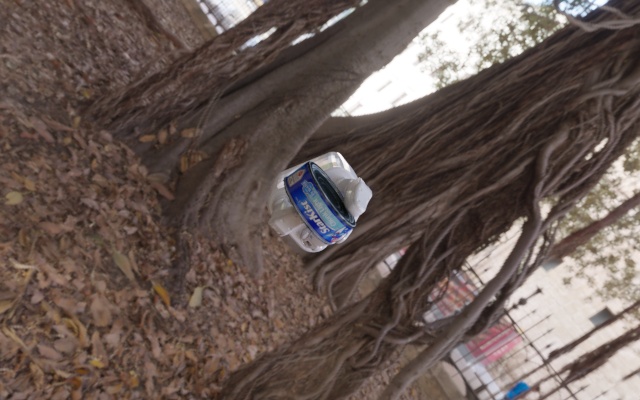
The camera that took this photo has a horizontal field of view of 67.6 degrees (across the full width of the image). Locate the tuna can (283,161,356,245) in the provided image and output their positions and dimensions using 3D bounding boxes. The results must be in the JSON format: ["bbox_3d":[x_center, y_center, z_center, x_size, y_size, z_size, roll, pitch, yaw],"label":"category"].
[{"bbox_3d":[0.001,0.001,0.499,0.034,0.086,0.086,-35,-8,12],"label":"tuna can"}]
